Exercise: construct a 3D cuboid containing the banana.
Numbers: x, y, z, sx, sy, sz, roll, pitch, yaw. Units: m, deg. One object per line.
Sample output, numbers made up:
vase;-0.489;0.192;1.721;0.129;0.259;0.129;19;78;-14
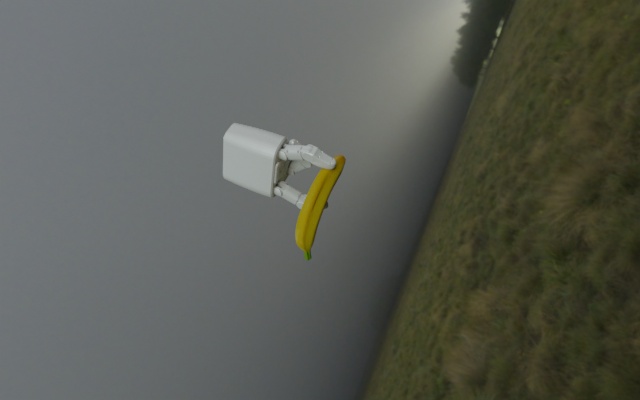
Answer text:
banana;-0.004;0.001;0.818;0.037;0.197;0.070;19;-11;13
